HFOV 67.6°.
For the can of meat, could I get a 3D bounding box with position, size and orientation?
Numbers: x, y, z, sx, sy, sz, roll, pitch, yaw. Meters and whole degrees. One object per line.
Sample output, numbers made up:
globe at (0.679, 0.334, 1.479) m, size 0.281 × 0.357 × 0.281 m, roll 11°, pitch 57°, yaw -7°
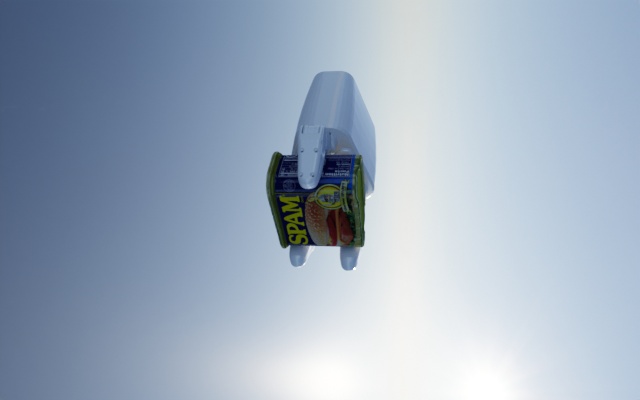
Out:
can of meat at (0.000, 0.002, 0.467) m, size 0.084 × 0.102 × 0.057 m, roll 1°, pitch 45°, yaw 10°
